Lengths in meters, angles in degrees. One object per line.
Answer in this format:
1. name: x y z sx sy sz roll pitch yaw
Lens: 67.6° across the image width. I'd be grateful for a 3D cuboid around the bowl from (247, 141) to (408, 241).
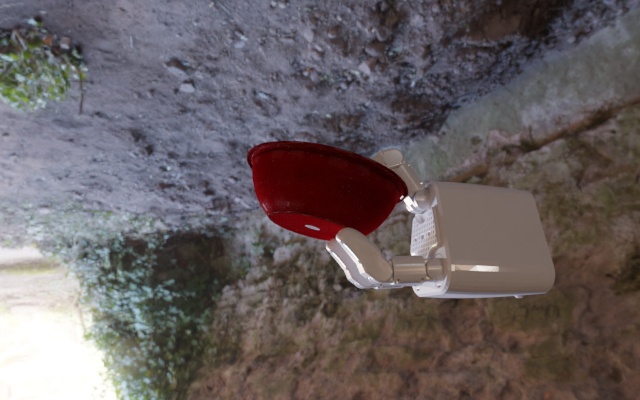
1. bowl: -0.001 0.002 0.464 0.162 0.055 0.162 13 -16 4
